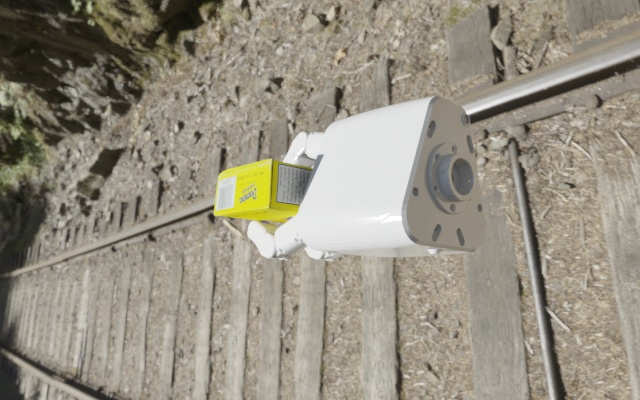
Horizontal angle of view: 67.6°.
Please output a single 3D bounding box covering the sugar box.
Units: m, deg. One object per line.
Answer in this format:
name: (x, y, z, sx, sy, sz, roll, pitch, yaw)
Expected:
sugar box: (0.000, 0.002, 0.452, 0.176, 0.048, 0.093, 12, -12, -38)
